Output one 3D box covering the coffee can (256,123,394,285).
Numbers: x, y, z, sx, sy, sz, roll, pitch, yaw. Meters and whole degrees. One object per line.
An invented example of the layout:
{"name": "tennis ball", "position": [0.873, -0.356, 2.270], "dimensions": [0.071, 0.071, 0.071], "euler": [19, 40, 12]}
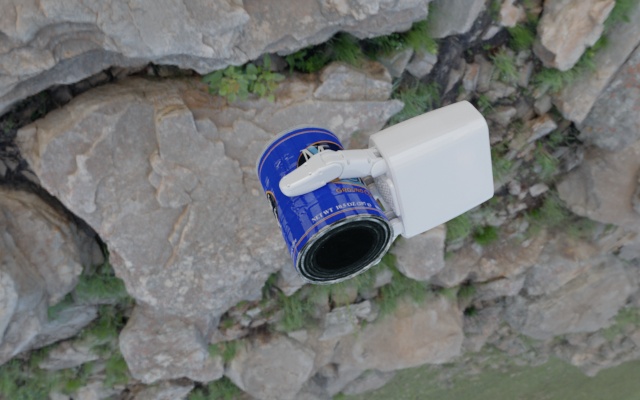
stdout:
{"name": "coffee can", "position": [0.000, 0.002, 0.504], "dimensions": [0.103, 0.140, 0.103], "euler": [-16, -40, -14]}
